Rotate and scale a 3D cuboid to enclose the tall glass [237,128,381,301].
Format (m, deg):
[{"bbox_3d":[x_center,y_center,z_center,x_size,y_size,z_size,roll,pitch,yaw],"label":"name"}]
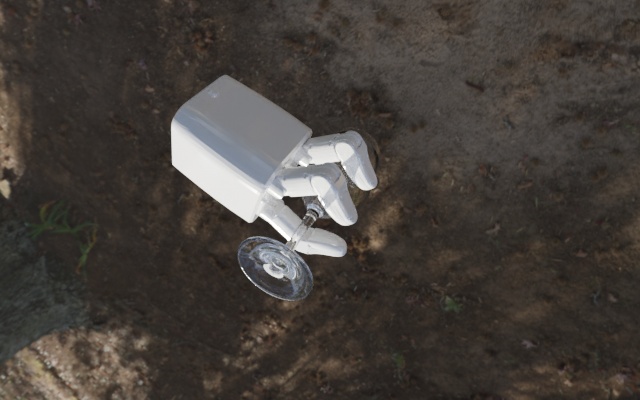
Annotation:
[{"bbox_3d":[0.000,0.002,0.482,0.079,0.079,0.201,0,36,31],"label":"tall glass"}]
